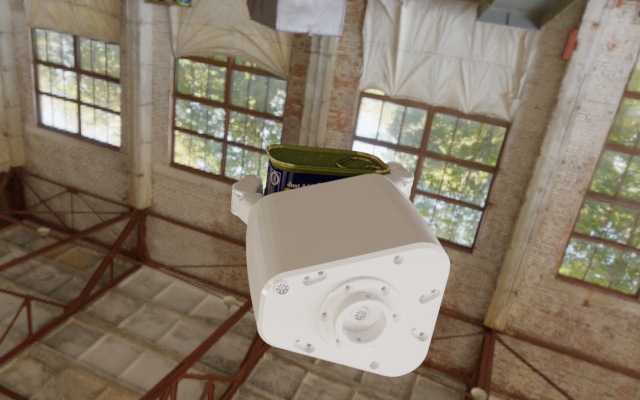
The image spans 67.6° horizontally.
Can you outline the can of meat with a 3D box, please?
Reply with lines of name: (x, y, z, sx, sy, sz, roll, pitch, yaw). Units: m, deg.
can of meat: (0.000, 0.002, 0.416, 0.102, 0.084, 0.057, 3, 21, -15)
